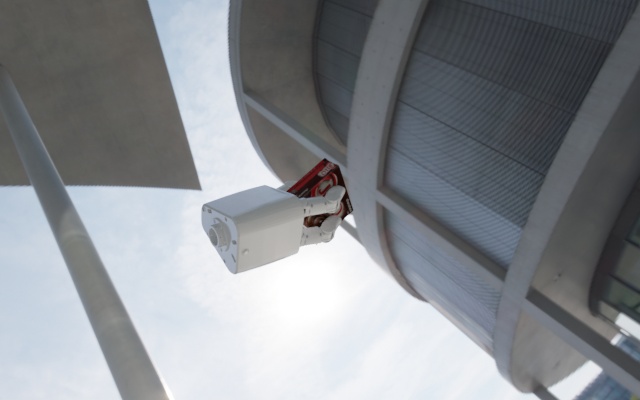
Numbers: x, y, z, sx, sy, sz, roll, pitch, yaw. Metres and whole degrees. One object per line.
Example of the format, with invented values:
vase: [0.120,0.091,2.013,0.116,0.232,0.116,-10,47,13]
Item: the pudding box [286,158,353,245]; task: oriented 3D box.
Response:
pudding box: [0.000,0.002,0.756,0.039,0.090,0.114,35,-21,36]
